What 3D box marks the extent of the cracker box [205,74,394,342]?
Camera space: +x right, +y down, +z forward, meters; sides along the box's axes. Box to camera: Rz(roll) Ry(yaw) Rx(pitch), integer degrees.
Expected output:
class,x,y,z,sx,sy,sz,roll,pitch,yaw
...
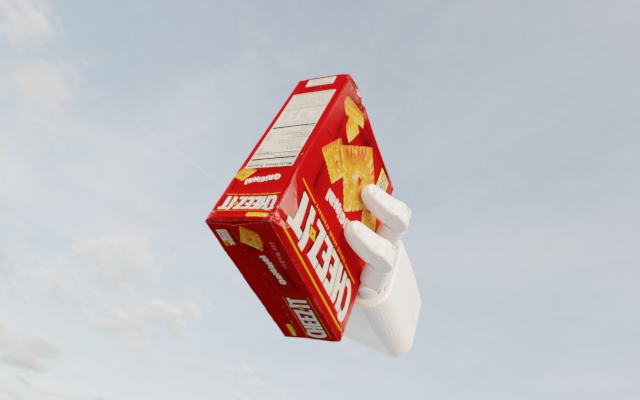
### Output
class,x,y,z,sx,sy,sz,roll,pitch,yaw
cracker box,0.000,0.001,0.472,0.072,0.164,0.213,-3,42,28
